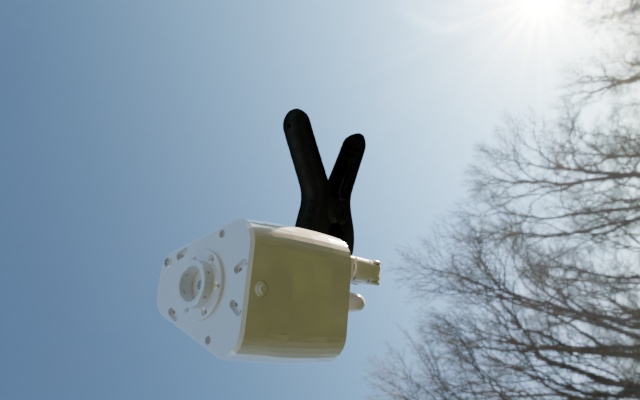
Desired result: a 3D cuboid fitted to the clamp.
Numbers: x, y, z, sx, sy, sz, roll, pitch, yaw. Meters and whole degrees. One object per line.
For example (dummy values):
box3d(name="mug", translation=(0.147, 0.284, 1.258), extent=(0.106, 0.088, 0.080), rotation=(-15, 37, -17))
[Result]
box3d(name="clamp", translation=(0.000, 0.002, 0.441), extent=(0.039, 0.171, 0.120), rotation=(-6, -17, 39))
